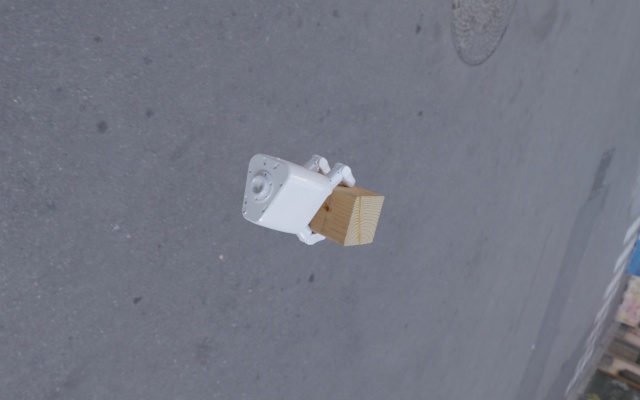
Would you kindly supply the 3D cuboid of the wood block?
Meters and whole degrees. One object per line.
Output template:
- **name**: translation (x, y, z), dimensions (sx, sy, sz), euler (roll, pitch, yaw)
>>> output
- **wood block**: translation (0.000, 0.003, 0.882), dimensions (0.206, 0.091, 0.090), euler (23, 15, 37)
